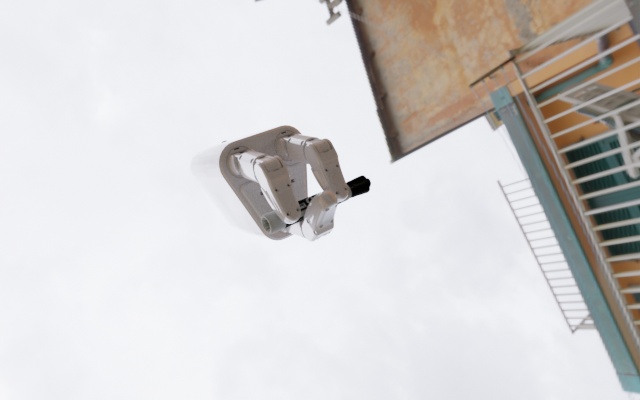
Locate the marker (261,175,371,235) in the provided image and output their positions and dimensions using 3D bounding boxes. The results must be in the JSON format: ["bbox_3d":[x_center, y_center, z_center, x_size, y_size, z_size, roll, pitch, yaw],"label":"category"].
[{"bbox_3d":[0.000,0.002,0.452,0.121,0.020,0.020,-23,12,-30],"label":"marker"}]
